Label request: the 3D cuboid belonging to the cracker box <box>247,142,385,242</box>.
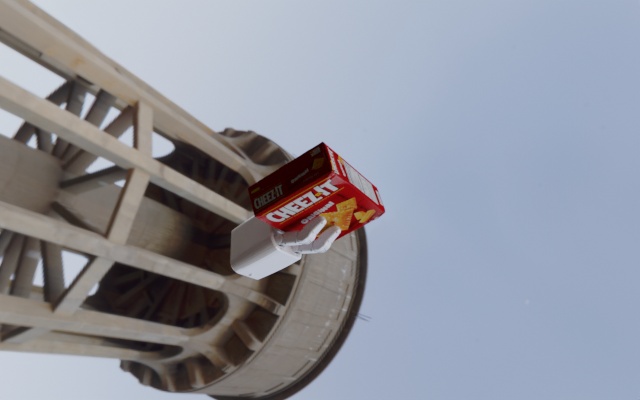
[{"bbox_3d":[0.000,0.003,0.872,0.164,0.072,0.214,-30,-33,19],"label":"cracker box"}]
